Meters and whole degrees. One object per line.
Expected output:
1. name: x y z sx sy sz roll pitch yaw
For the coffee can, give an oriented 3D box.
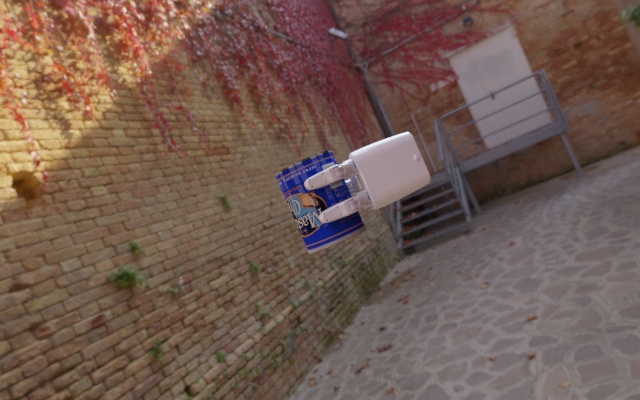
1. coffee can: 0.000 0.003 0.777 0.103 0.140 0.103 -24 -1 0
